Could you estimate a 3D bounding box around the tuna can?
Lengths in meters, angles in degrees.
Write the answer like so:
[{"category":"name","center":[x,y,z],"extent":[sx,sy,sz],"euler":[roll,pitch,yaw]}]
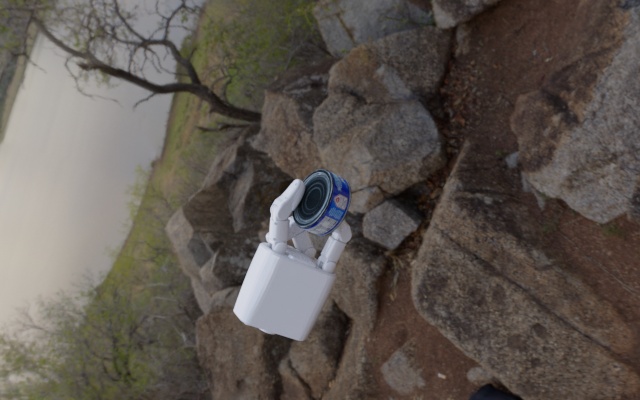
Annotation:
[{"category":"tuna can","center":[0.000,0.002,0.638],"extent":[0.034,0.086,0.086],"euler":[26,-15,-33]}]
